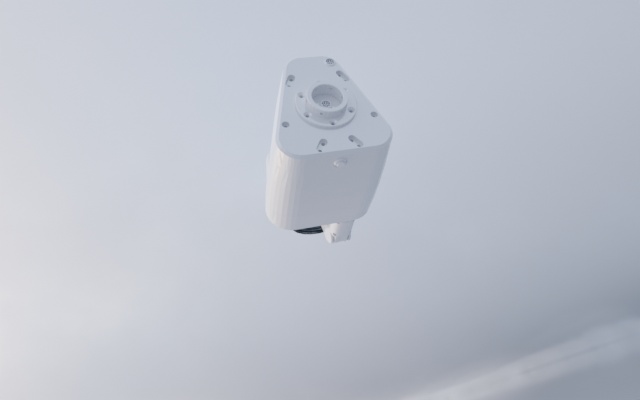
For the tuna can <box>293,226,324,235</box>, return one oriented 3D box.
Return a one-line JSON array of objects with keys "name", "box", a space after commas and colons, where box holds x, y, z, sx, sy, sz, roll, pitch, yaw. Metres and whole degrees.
[{"name": "tuna can", "box": [0.000, 0.001, 0.546, 0.086, 0.033, 0.086, -15, -31, -9]}]
